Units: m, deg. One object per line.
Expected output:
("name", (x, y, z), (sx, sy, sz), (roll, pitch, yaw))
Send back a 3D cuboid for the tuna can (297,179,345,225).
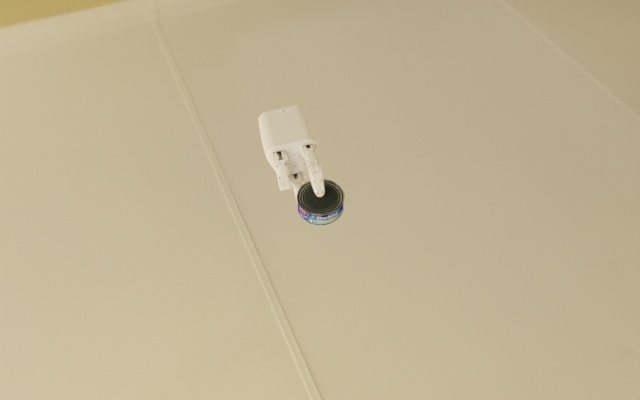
("tuna can", (0.000, 0.003, 0.864), (0.086, 0.086, 0.034), (0, -41, 0))
